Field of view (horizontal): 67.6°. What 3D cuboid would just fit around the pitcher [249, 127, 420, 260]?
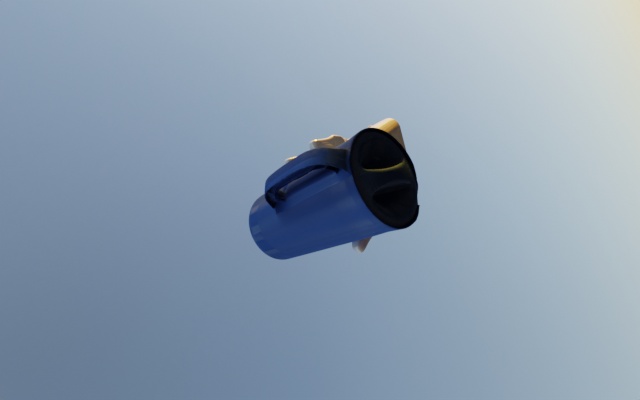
[{"bbox_3d":[0.000,0.002,0.661,0.243,0.149,0.145,-25,12,43],"label":"pitcher"}]
